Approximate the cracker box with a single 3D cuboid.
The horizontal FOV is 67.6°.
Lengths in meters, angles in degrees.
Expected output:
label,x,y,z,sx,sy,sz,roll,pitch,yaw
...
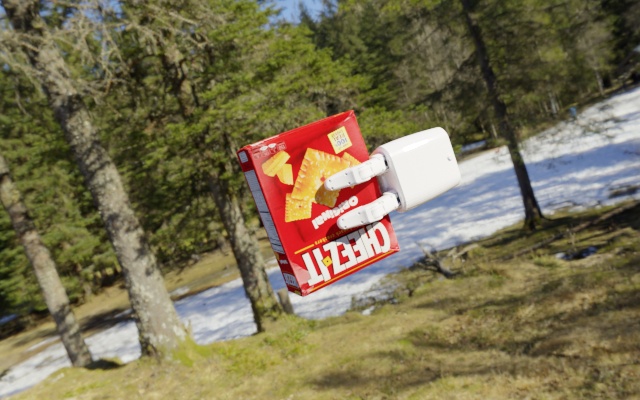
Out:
label,x,y,z,sx,sy,sz,roll,pitch,yaw
cracker box,0.000,0.002,0.668,0.164,0.214,0.072,-22,7,-20
